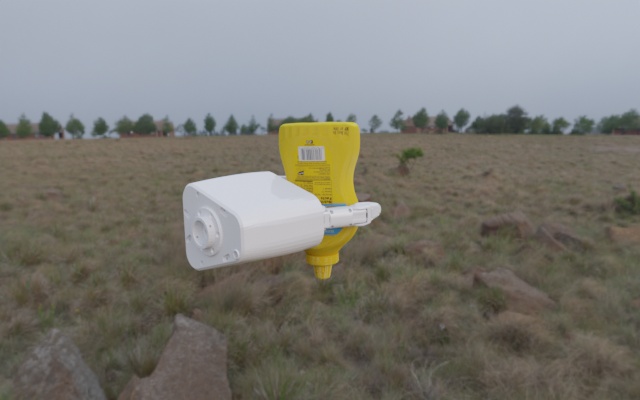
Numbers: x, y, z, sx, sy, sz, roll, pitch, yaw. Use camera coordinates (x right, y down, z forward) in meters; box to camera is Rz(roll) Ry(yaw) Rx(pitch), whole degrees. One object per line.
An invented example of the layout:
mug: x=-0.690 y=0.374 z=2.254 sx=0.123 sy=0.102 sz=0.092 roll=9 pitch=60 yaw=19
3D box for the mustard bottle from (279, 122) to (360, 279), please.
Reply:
mustard bottle: x=0.000 y=0.002 z=0.582 sx=0.096 sy=0.191 sz=0.058 roll=2 pitch=9 yaw=20
